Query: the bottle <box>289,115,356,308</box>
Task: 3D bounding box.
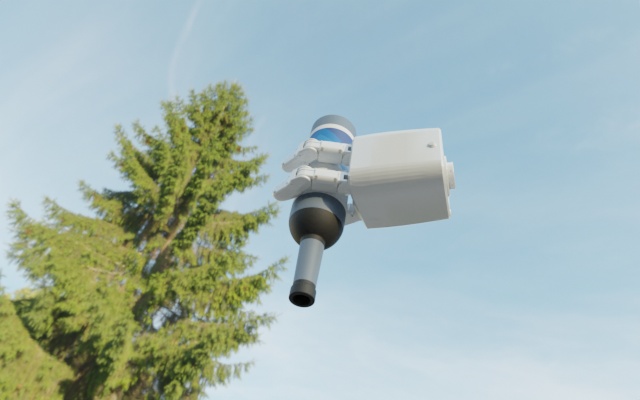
[{"bbox_3d":[0.000,0.002,0.592,0.069,0.069,0.295,0,43,10],"label":"bottle"}]
